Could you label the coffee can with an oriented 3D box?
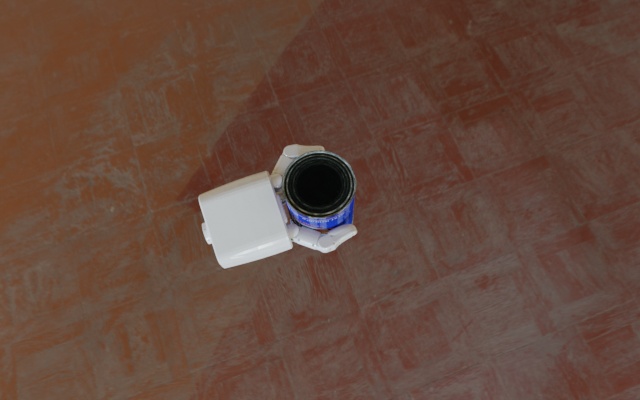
[{"bbox_3d":[0.000,0.002,0.717,0.103,0.102,0.140,0,-22,2],"label":"coffee can"}]
